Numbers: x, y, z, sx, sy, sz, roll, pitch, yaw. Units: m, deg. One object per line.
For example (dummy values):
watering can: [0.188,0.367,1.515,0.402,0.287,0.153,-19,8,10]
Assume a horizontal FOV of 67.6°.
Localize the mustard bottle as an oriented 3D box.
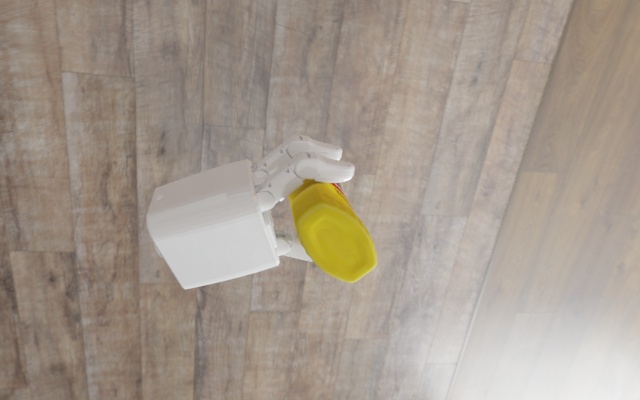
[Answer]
mustard bottle: [0.000,0.002,0.517,0.058,0.096,0.191,-39,26,8]
